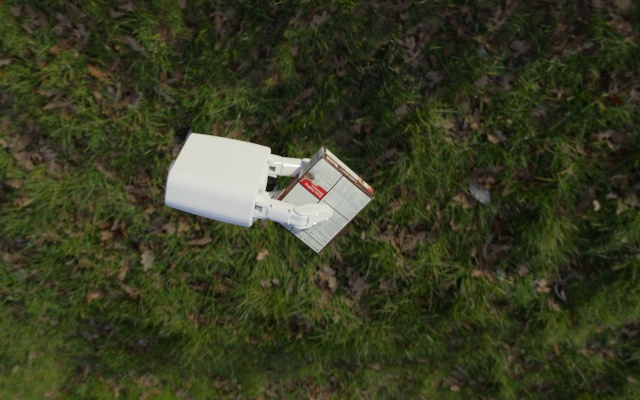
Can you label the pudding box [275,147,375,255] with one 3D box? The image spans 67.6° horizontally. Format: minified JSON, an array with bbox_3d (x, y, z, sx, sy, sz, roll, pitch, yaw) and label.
[{"bbox_3d":[0.000,0.002,0.621,0.090,0.113,0.039,39,21,-14],"label":"pudding box"}]
